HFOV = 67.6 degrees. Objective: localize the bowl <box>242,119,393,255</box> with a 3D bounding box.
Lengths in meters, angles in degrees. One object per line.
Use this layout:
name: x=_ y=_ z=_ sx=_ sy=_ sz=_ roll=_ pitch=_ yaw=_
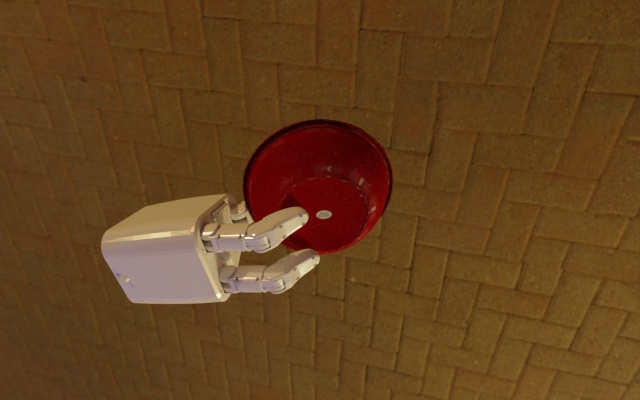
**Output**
bowl: x=0.001 y=0.001 z=0.489 sx=0.162 sy=0.162 sz=0.055 roll=0 pitch=33 yaw=-6
